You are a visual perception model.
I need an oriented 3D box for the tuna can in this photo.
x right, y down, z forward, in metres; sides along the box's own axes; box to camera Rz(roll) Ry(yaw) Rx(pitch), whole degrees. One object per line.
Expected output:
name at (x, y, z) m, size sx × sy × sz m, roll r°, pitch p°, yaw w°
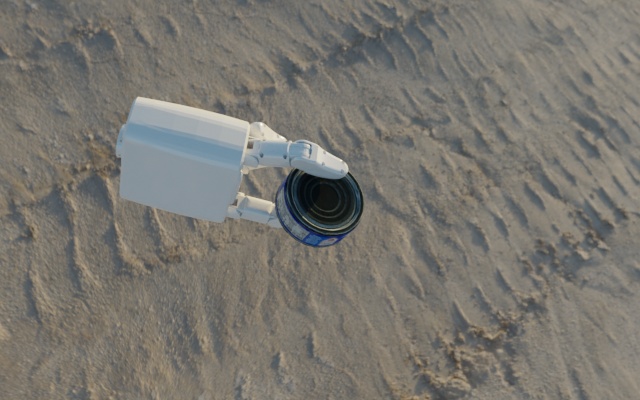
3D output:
tuna can at (0.000, 0.001, 0.477) m, size 0.086 × 0.086 × 0.034 m, roll 0°, pitch -24°, yaw -24°
